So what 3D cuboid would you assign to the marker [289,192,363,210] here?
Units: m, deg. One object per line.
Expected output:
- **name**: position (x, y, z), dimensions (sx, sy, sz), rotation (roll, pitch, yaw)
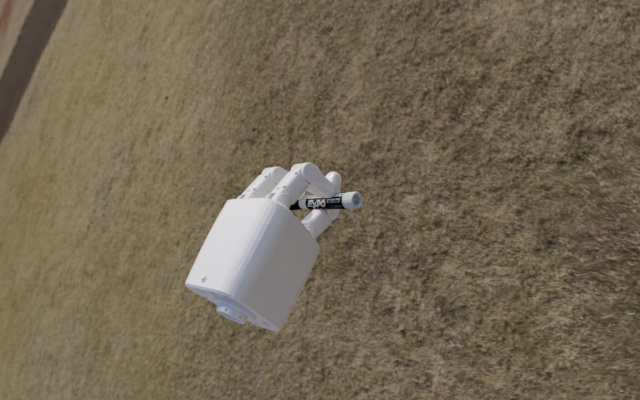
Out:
- **marker**: position (0.000, 0.002, 0.572), dimensions (0.020, 0.020, 0.121), rotation (0, -2, -43)
